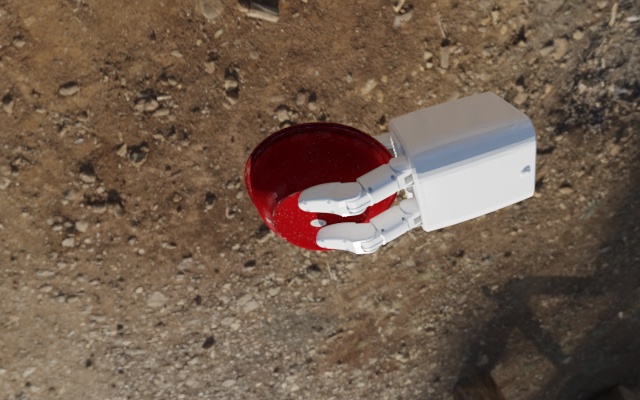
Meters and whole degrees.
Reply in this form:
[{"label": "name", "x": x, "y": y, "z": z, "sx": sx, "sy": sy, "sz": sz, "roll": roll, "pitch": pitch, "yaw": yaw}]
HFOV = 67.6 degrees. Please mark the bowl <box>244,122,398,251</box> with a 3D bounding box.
[{"label": "bowl", "x": -0.001, "y": 0.002, "z": 0.480, "sx": 0.162, "sy": 0.055, "sz": 0.162, "roll": 2, "pitch": -44, "yaw": 2}]
